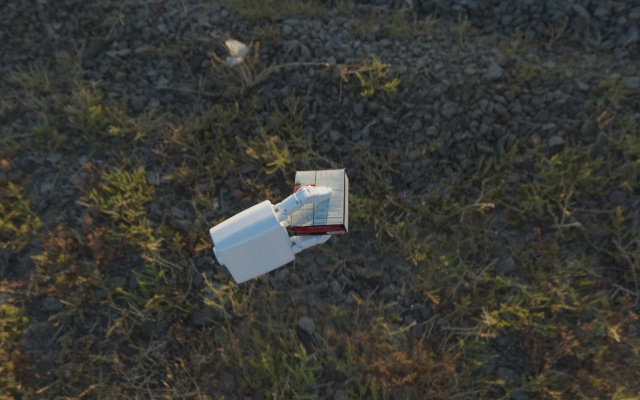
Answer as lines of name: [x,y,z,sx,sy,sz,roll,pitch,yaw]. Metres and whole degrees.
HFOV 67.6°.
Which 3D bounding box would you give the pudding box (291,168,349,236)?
pudding box: [0.000,0.003,0.795,0.090,0.113,0.039,-2,-29,9]
